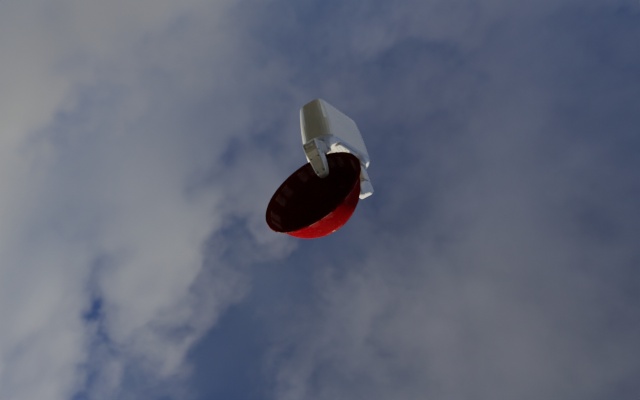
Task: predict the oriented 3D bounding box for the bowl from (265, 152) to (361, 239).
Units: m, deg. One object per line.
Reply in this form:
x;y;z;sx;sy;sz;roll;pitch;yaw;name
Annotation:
0.000;0.004;0.700;0.162;0.162;0.055;0;-44;46;bowl
